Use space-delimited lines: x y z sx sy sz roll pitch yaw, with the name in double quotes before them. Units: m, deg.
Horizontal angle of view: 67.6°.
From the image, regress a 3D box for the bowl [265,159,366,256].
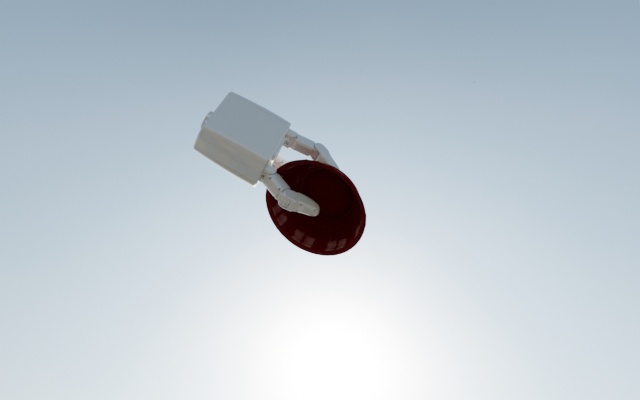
"bowl" 0.001 0.003 0.722 0.162 0.162 0.055 0 28 26
